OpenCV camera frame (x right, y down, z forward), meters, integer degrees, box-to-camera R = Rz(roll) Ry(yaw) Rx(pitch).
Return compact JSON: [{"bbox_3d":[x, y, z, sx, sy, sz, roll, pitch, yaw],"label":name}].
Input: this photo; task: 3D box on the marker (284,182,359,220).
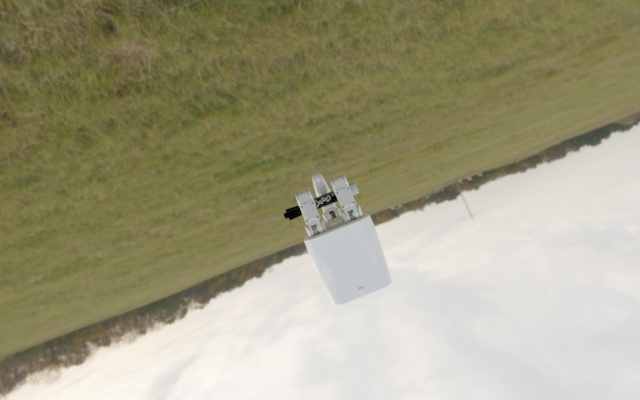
[{"bbox_3d":[0.000,0.002,0.739,0.121,0.020,0.020,-22,-1,2],"label":"marker"}]
